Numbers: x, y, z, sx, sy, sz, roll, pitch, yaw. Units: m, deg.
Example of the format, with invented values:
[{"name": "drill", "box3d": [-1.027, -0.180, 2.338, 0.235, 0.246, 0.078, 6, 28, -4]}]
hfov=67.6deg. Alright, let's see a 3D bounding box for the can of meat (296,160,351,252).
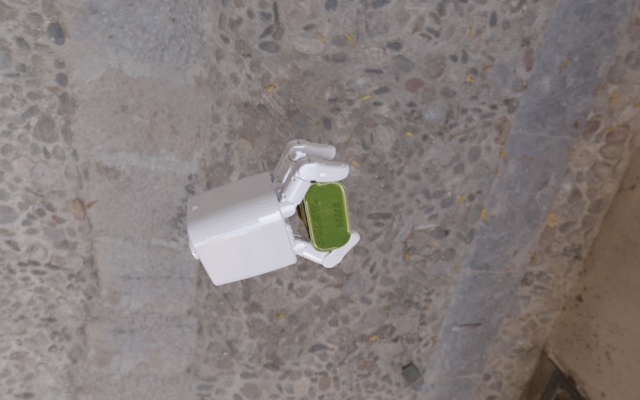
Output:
[{"name": "can of meat", "box3d": [0.000, 0.002, 0.599, 0.057, 0.102, 0.084, -14, 29, -7]}]
